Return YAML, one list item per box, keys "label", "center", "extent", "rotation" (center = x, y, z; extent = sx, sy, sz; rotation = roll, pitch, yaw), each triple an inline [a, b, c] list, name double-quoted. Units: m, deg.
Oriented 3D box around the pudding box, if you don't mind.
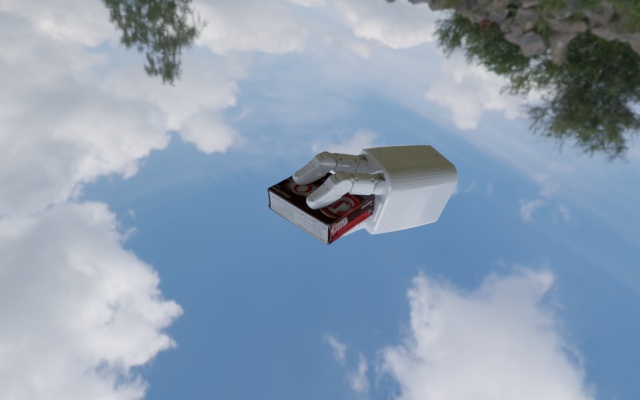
- label: "pudding box"
  center: [0.000, 0.002, 0.627]
  extent: [0.113, 0.039, 0.090]
  rotation: [27, 42, 34]
